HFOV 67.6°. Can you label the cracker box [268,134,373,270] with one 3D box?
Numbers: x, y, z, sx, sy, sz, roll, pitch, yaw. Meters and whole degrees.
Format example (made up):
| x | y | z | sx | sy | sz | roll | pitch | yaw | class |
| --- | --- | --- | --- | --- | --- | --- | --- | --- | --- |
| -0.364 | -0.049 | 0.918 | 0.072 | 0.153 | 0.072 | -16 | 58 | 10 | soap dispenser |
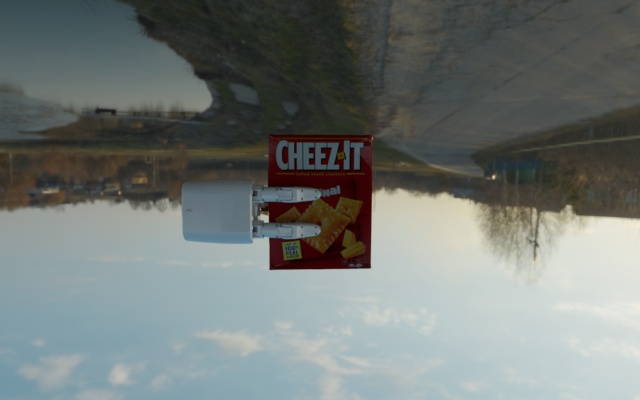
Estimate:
| x | y | z | sx | sy | sz | roll | pitch | yaw | class |
| --- | --- | --- | --- | --- | --- | --- | --- | --- | --- |
| 0.000 | 0.003 | 0.764 | 0.164 | 0.214 | 0.072 | 0 | 5 | 0 | cracker box |
